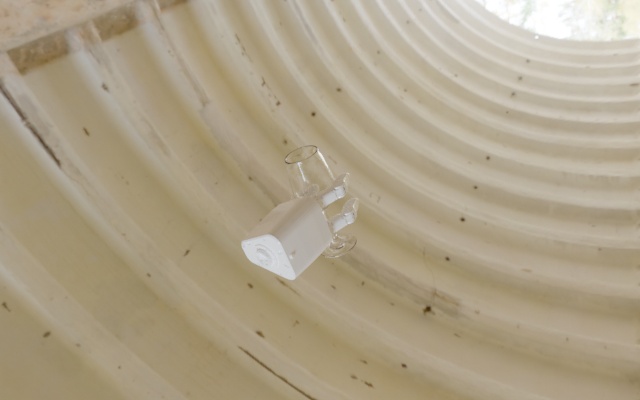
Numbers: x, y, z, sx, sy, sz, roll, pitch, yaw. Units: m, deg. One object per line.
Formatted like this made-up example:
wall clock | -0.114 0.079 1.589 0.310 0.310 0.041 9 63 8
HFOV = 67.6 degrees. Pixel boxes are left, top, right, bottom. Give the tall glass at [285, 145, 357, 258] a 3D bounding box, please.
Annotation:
tall glass | 0.000 0.003 0.861 0.079 0.201 0.079 -17 27 9
